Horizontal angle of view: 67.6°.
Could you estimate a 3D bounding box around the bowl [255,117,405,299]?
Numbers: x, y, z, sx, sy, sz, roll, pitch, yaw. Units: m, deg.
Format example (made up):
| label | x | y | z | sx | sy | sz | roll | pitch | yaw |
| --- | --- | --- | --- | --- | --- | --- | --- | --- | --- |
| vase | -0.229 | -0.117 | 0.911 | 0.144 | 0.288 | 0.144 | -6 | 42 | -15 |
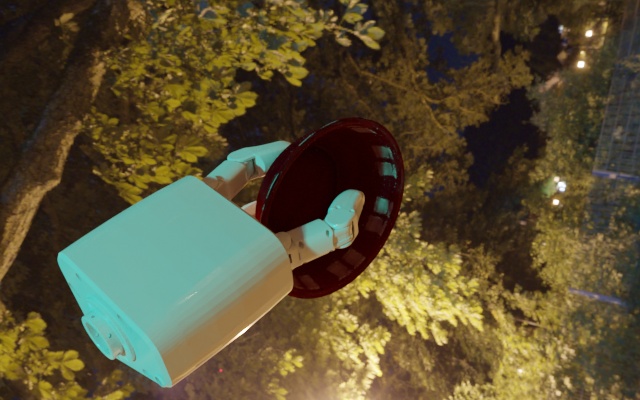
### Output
| label | x | y | z | sx | sy | sz | roll | pitch | yaw |
| --- | --- | --- | --- | --- | --- | --- | --- | --- | --- |
| bowl | 0.001 | 0.001 | 0.417 | 0.162 | 0.162 | 0.055 | 0 | 21 | -43 |
